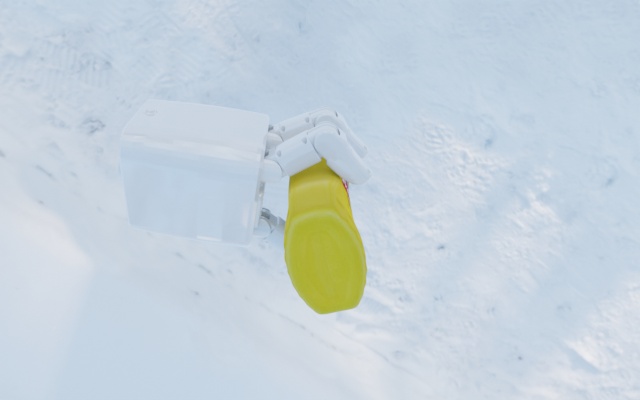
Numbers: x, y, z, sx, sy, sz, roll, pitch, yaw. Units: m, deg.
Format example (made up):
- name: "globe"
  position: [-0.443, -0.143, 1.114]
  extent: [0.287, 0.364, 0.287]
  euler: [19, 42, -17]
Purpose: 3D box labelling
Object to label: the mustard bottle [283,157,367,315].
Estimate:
- name: "mustard bottle"
  position: [0.000, 0.001, 0.420]
  extent: [0.058, 0.096, 0.191]
  euler: [-13, 30, 5]
